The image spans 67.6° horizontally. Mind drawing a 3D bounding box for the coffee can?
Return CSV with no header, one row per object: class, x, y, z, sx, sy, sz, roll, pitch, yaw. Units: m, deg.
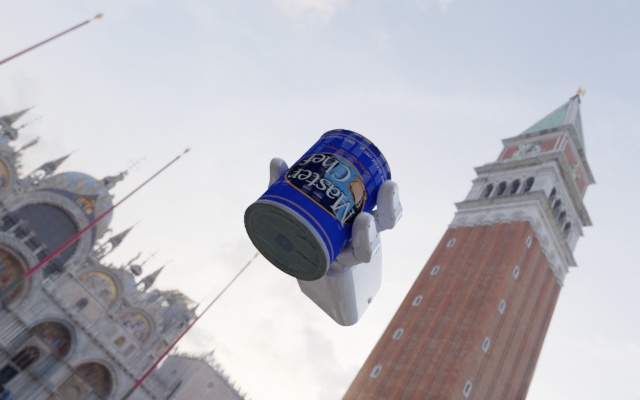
coffee can,0.000,0.002,0.518,0.103,0.103,0.140,0,37,42
